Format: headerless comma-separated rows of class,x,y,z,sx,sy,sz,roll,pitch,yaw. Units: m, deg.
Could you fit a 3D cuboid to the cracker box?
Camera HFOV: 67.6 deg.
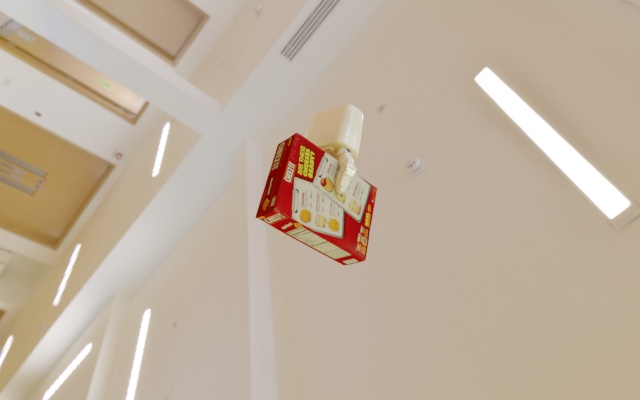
cracker box,0.000,0.003,0.884,0.214,0.164,0.072,31,-34,-29
